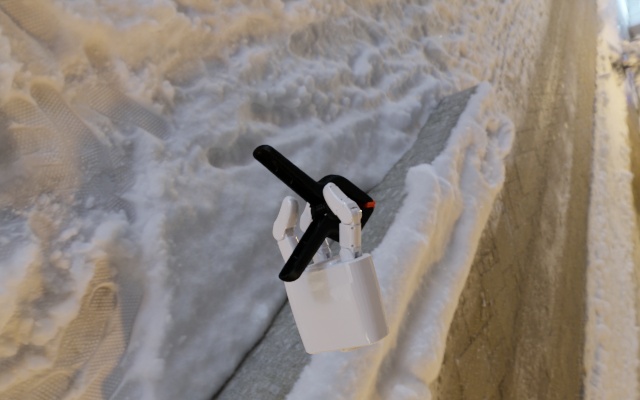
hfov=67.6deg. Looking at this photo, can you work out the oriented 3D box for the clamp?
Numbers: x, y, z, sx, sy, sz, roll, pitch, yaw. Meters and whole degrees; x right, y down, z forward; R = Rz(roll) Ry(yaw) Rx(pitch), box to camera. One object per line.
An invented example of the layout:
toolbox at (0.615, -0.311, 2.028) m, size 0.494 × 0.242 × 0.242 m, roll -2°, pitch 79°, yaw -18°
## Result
clamp at (0.001, 0.002, 0.623) m, size 0.036 × 0.164 × 0.210 m, roll -19°, pitch -4°, yaw 39°
